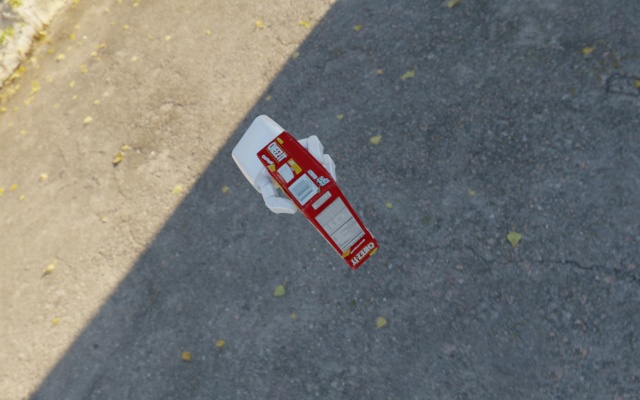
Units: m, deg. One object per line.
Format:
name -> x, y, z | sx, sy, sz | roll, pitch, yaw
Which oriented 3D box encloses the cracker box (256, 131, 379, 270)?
cracker box -> 0.000, 0.003, 0.809 | 0.164, 0.072, 0.214 | 48, -3, 41
